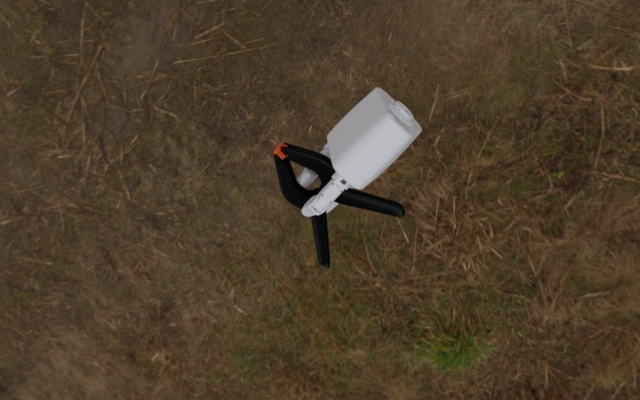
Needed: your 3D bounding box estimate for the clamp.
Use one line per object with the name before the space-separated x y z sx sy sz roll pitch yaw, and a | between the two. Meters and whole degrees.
clamp | 0.000 0.002 0.728 0.210 0.164 0.036 41 22 -11
